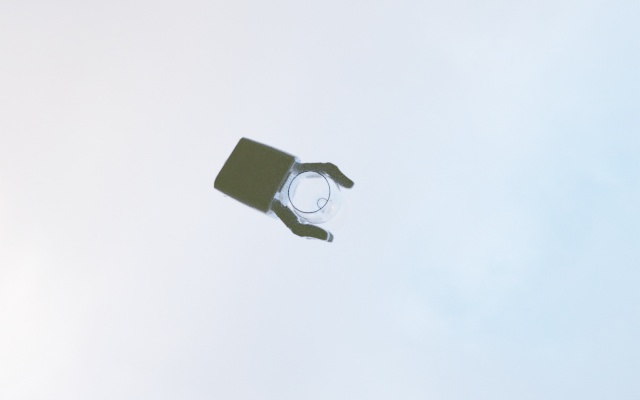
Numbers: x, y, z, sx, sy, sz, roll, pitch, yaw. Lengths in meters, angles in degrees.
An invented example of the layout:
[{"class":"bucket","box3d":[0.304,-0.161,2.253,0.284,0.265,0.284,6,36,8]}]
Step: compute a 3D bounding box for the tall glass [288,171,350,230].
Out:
[{"class":"tall glass","box3d":[0.000,0.003,0.771,0.079,0.079,0.201,0,-9,9]}]
